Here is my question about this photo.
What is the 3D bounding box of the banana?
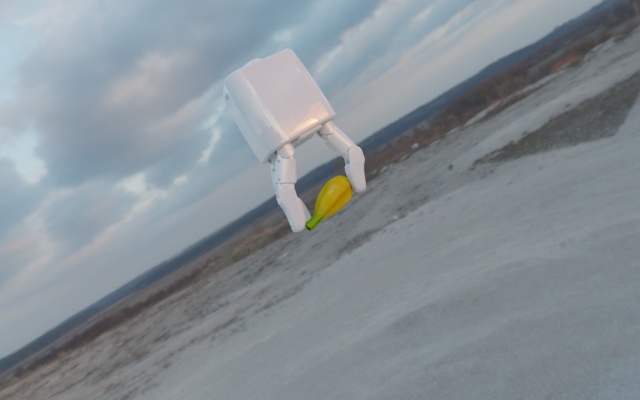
[{"bbox_3d":[0.015,-0.008,0.664,0.069,0.037,0.198,-34,3,11],"label":"banana"}]
